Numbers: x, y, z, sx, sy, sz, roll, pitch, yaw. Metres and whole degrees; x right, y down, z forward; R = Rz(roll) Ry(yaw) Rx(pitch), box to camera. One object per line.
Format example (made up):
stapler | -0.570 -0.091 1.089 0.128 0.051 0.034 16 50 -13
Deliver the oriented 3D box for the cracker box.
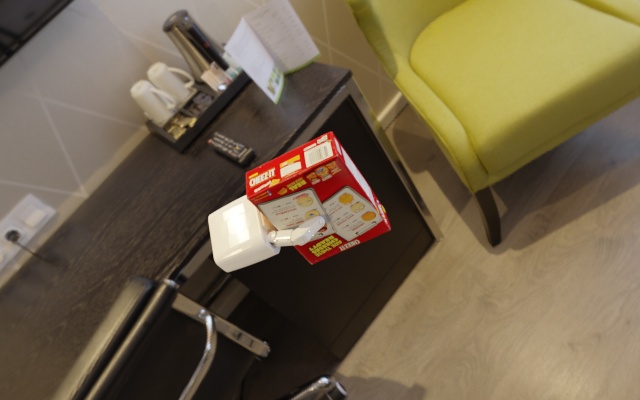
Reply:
cracker box | 0.000 0.003 0.813 0.164 0.072 0.214 -25 -45 15
